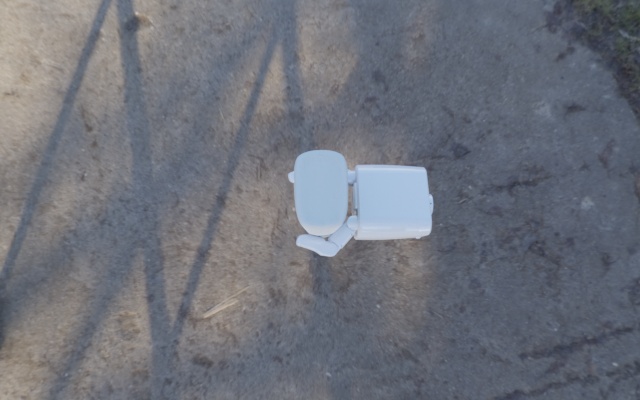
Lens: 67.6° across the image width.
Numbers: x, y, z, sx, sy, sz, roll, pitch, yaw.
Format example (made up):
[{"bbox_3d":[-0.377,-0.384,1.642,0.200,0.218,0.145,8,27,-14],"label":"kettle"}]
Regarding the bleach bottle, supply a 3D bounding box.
[{"bbox_3d":[0.000,0.002,0.709,0.068,0.102,0.251,-1,-7,-1],"label":"bleach bottle"}]
